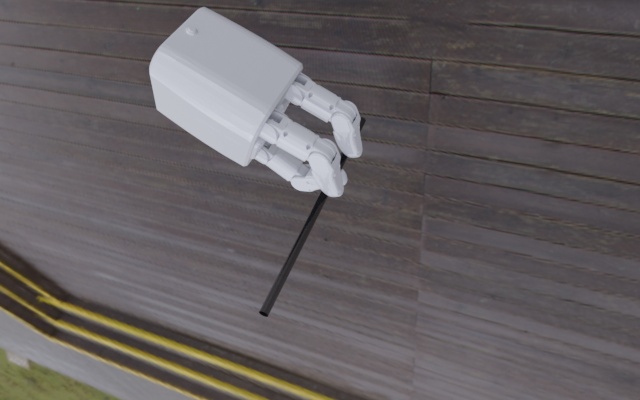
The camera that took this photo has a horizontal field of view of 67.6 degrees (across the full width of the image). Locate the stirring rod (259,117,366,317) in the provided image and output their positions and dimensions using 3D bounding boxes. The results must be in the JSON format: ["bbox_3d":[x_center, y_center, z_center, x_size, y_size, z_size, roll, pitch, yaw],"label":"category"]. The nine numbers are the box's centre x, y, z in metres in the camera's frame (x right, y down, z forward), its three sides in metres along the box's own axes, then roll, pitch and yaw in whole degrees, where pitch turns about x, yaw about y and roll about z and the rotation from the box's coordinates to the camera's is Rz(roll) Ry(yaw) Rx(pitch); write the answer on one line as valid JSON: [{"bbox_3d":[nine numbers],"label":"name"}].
[{"bbox_3d":[0.000,0.001,0.444,0.011,0.239,0.011,18,-36,13],"label":"stirring rod"}]
